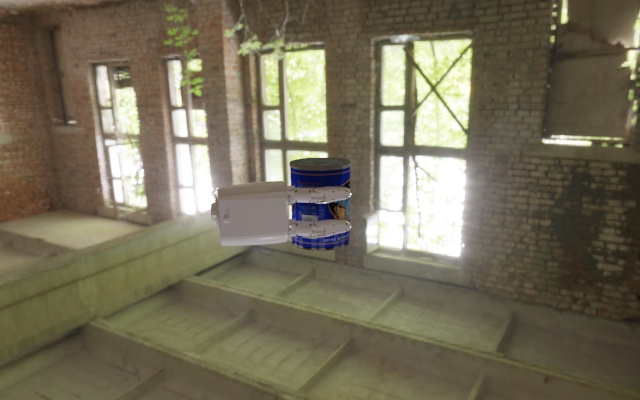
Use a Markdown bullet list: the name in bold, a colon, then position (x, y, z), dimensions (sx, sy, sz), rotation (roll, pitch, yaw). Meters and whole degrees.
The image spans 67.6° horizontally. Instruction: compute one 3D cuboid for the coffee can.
- **coffee can**: position (0.000, 0.002, 0.813), dimensions (0.103, 0.140, 0.102), rotation (-1, 13, 0)
